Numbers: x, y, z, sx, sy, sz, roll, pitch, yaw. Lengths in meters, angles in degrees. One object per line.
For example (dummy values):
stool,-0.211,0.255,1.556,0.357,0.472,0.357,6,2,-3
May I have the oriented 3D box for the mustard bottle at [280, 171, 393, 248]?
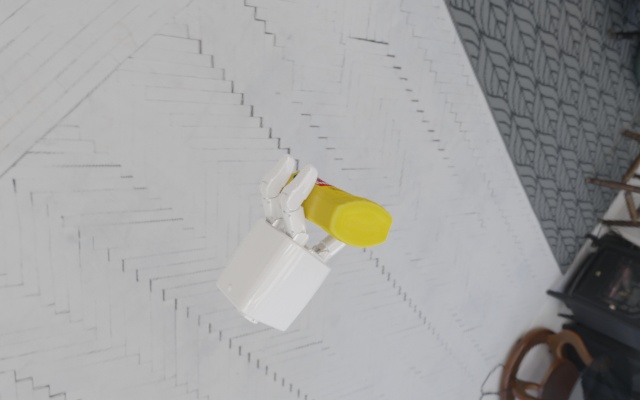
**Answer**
mustard bottle,0.000,0.002,0.628,0.096,0.058,0.191,12,10,-36
